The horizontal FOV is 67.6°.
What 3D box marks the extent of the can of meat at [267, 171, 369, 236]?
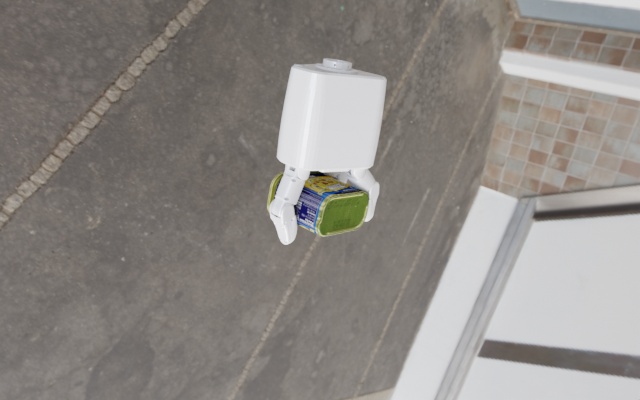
[{"bbox_3d":[0.000,0.002,0.594,0.084,0.057,0.102,24,20,35],"label":"can of meat"}]
